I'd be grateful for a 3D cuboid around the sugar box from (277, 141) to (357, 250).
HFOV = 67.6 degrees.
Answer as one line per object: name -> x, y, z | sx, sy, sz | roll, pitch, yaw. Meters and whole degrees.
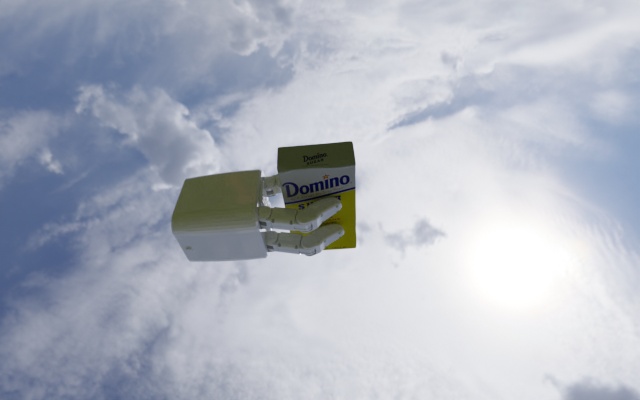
sugar box -> 0.000, 0.003, 0.622 | 0.093, 0.048, 0.176 | -5, -36, 2
